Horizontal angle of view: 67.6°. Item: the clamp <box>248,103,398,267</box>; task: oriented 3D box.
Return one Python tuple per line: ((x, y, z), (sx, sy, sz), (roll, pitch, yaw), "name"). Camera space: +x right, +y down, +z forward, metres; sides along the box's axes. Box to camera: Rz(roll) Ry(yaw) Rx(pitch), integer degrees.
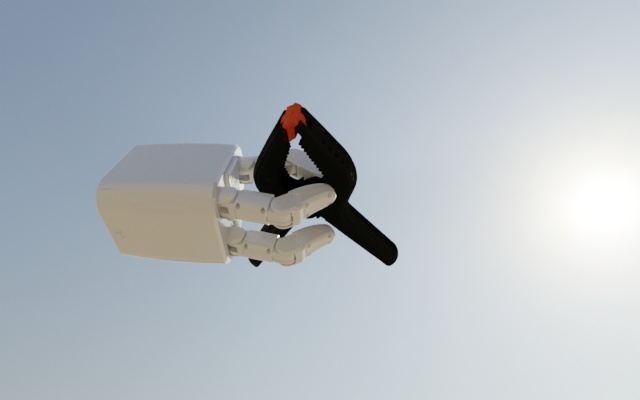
((0.000, 0.001, 0.461), (0.164, 0.036, 0.210), (2, -43, 3), "clamp")
